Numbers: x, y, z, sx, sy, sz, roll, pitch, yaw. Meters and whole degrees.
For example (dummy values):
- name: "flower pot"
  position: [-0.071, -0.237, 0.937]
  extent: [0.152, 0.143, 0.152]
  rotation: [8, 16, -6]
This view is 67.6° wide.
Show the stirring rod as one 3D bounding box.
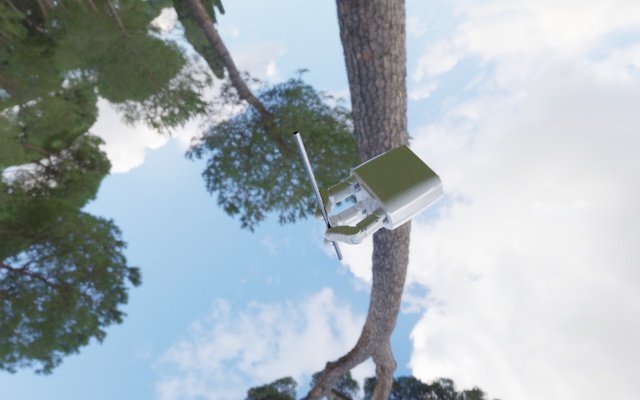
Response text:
- name: "stirring rod"
  position: [0.000, 0.002, 0.705]
  extent: [0.011, 0.240, 0.011]
  rotation: [-13, 36, 10]
